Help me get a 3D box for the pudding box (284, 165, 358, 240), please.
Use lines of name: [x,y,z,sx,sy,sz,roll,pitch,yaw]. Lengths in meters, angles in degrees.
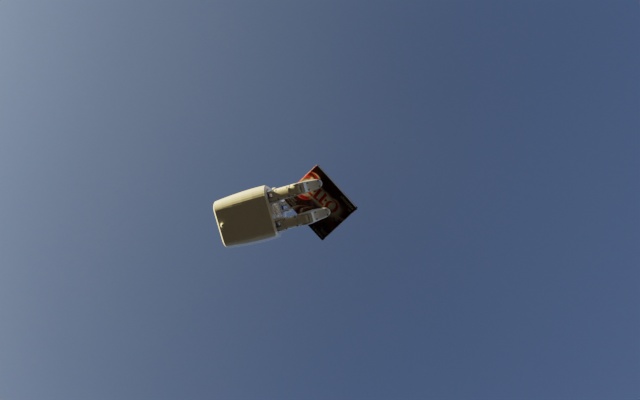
pudding box: [0.000,0.003,0.897,0.090,0.113,0.039,-43,-1,10]
